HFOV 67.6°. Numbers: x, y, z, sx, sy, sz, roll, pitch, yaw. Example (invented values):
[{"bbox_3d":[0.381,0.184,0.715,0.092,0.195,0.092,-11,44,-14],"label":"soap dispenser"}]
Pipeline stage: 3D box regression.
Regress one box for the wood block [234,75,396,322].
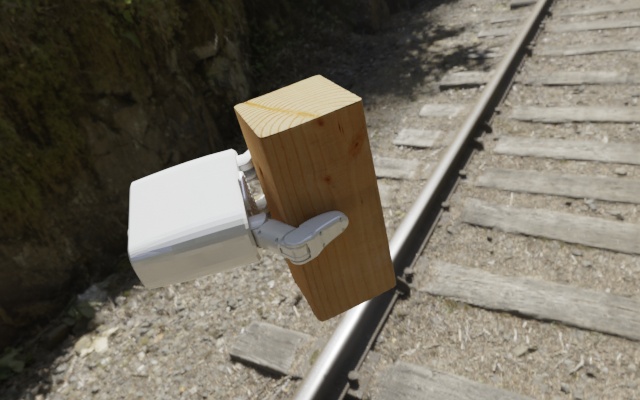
[{"bbox_3d":[0.000,0.002,0.458,0.090,0.206,0.090,-23,34,-12],"label":"wood block"}]
